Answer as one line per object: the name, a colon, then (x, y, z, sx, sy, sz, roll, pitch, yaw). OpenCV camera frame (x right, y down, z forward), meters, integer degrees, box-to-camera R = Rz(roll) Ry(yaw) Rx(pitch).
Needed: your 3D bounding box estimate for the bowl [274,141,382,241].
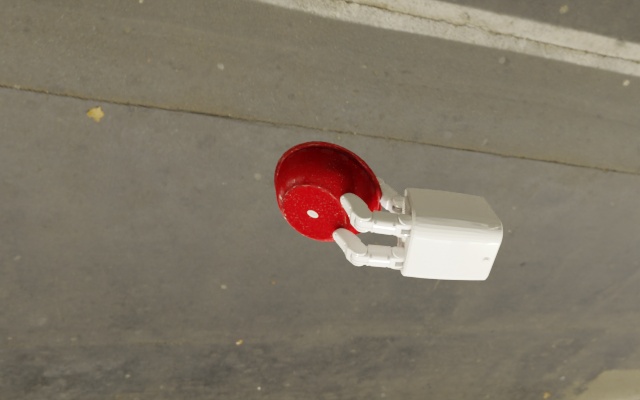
bowl: (-0.001, 0.002, 0.655, 0.162, 0.162, 0.055, 0, 35, 25)
